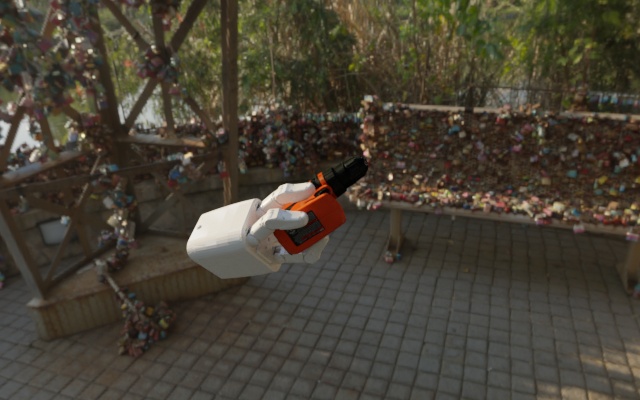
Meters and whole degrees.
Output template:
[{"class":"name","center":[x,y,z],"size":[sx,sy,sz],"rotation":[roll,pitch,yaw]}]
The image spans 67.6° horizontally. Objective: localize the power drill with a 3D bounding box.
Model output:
[{"class":"power drill","center":[0.000,0.003,0.754],"size":[0.184,0.057,0.187],"rotation":[-35,11,11]}]
